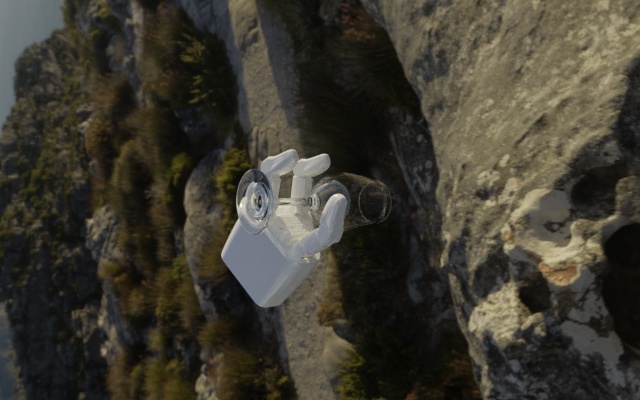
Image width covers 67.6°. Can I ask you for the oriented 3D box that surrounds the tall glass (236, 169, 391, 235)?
[{"bbox_3d":[0.000,0.002,0.599,0.201,0.079,0.079,0,0,-40],"label":"tall glass"}]
